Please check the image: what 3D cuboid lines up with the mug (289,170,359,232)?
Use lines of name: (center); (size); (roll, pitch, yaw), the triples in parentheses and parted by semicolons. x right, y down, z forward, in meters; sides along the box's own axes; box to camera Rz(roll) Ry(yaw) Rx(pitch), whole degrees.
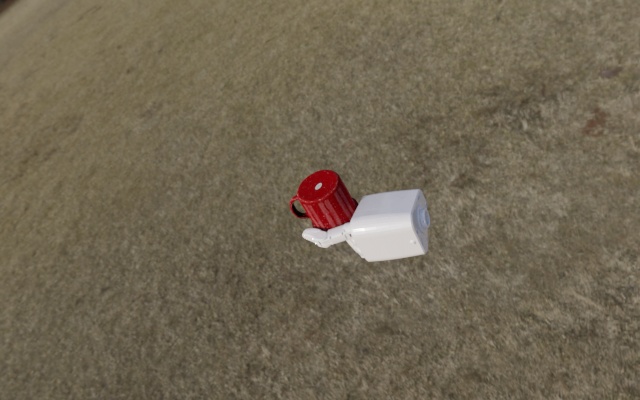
mug: (-0.001, 0.003, 0.840); (0.117, 0.093, 0.081); (-11, -47, 24)
